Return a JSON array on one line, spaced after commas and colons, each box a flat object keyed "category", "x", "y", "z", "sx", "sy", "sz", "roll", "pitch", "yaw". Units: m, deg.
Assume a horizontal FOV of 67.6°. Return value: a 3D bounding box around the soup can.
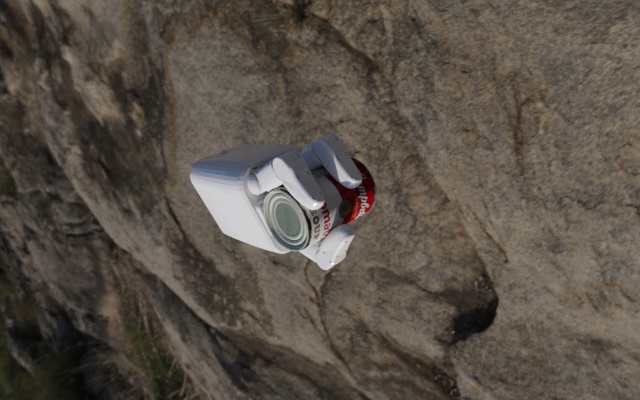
[{"category": "soup can", "x": 0.000, "y": 0.002, "z": 0.490, "sx": 0.102, "sy": 0.068, "sz": 0.068, "roll": -27, "pitch": 18, "yaw": -40}]
